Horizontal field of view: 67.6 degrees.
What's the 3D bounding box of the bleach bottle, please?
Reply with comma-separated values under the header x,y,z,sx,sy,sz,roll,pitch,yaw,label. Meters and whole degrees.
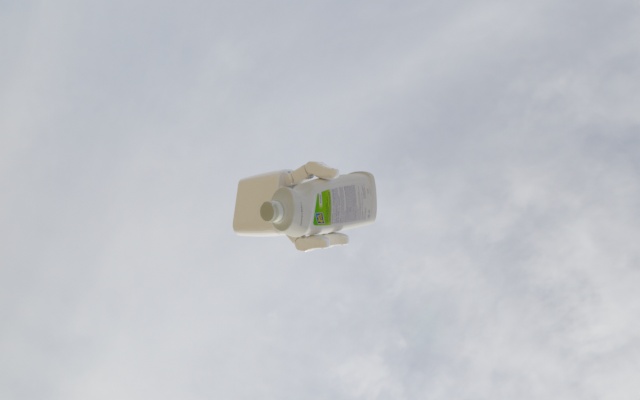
x,y,z,sx,sy,sz,roll,pitch,yaw,label
0.000,0.003,0.774,0.068,0.102,0.251,-5,-1,38,bleach bottle
